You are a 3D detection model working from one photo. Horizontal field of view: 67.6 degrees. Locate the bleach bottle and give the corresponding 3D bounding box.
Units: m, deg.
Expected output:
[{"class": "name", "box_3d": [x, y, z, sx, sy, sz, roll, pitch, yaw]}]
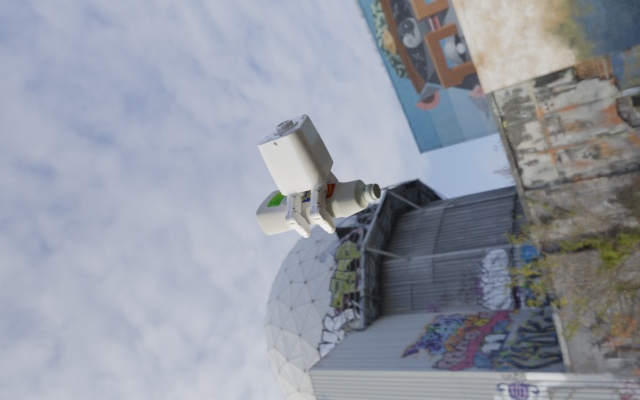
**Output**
[{"class": "bleach bottle", "box_3d": [0.000, 0.003, 0.896, 0.251, 0.068, 0.102, -13, 24, 34]}]
